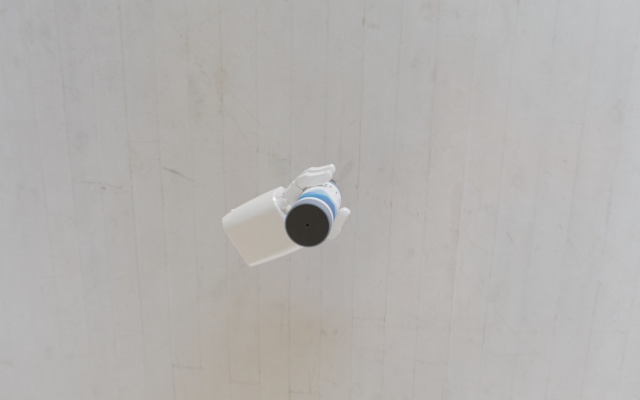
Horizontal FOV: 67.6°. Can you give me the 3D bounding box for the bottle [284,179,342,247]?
[{"bbox_3d":[0.000,0.003,0.815,0.069,0.069,0.295,0,13,7],"label":"bottle"}]
